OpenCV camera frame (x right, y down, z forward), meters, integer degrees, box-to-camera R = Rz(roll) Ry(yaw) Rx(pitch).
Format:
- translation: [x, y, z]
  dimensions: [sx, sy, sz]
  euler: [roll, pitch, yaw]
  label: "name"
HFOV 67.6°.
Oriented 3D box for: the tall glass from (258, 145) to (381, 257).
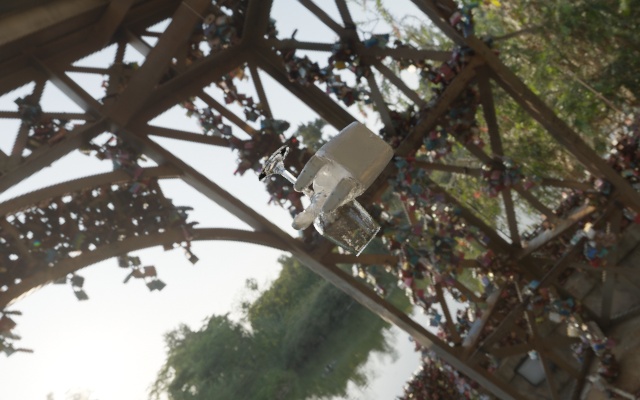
- translation: [-0.001, 0.002, 0.760]
  dimensions: [0.201, 0.079, 0.079]
  euler: [40, 6, 7]
  label: "tall glass"
